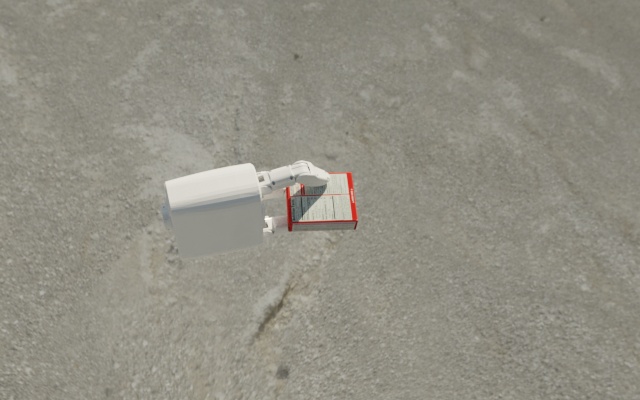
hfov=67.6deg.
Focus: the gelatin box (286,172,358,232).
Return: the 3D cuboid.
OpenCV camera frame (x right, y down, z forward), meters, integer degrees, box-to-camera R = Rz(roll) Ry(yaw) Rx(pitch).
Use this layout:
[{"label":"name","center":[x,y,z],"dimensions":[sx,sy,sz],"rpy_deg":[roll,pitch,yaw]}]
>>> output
[{"label":"gelatin box","center":[0.000,0.002,0.619],"dimensions":[0.089,0.073,0.030],"rpy_deg":[-2,-29,-6]}]
